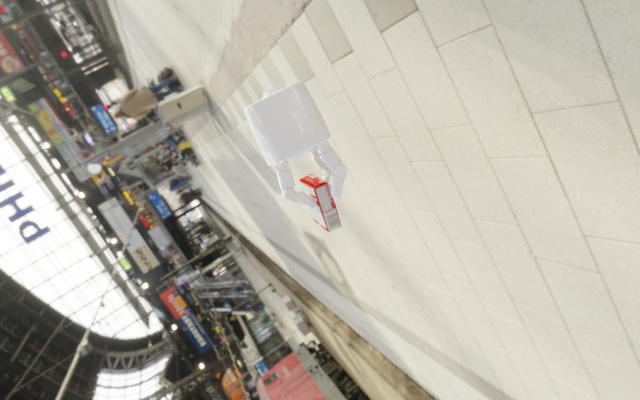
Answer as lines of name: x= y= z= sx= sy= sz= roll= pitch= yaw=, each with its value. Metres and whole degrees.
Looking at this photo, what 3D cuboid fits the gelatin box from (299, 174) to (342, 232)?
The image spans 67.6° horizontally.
gelatin box: x=0.000 y=0.003 z=0.840 sx=0.030 sy=0.089 sz=0.073 roll=-24 pitch=22 yaw=-15
